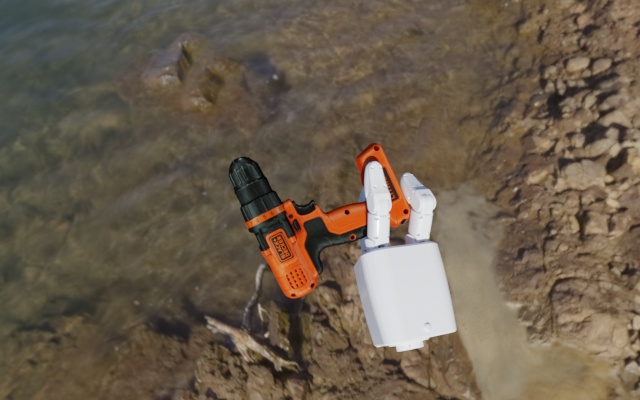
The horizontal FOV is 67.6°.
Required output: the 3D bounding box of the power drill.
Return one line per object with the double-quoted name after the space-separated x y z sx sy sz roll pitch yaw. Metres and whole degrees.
0.001 0.002 0.586 0.187 0.184 0.057 -26 4 -3 "power drill"
